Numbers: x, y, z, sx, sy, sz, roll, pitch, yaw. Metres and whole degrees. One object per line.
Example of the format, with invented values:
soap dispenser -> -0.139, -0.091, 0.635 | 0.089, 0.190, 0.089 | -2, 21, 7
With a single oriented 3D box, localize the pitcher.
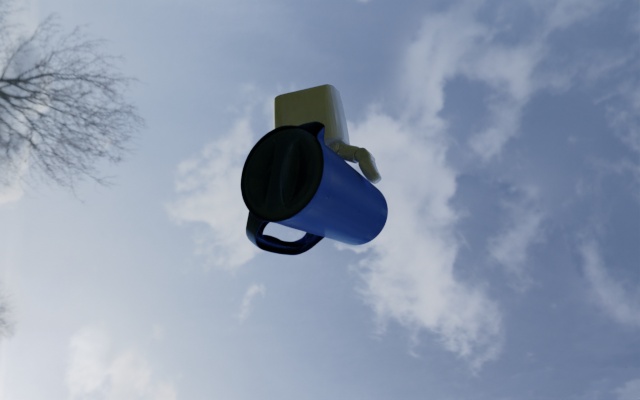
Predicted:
pitcher -> 0.000, 0.002, 0.712 | 0.149, 0.145, 0.243 | -20, -25, 26
